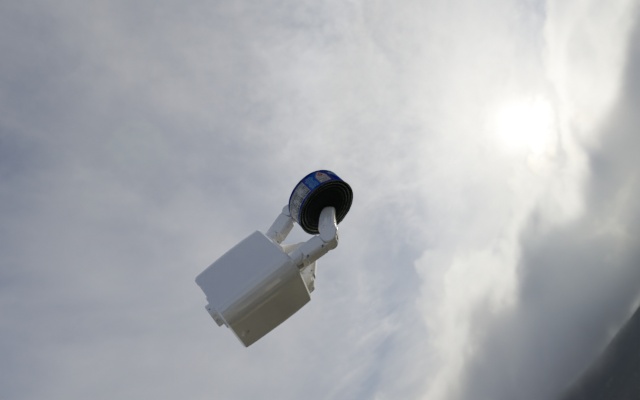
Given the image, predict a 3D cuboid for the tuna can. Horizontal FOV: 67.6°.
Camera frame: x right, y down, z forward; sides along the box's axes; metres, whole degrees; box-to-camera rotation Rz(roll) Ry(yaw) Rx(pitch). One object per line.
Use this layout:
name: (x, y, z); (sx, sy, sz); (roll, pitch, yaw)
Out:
tuna can: (0.000, 0.002, 0.642); (0.086, 0.086, 0.033); (0, 32, -41)
